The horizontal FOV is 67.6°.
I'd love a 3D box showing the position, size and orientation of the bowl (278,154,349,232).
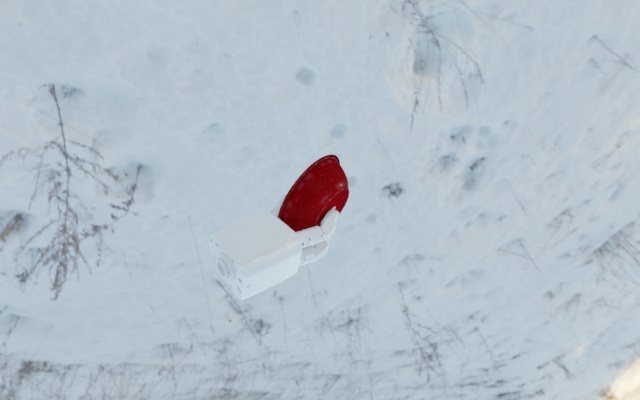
[{"bbox_3d":[0.001,0.002,0.822,0.055,0.162,0.162,36,14,20],"label":"bowl"}]
